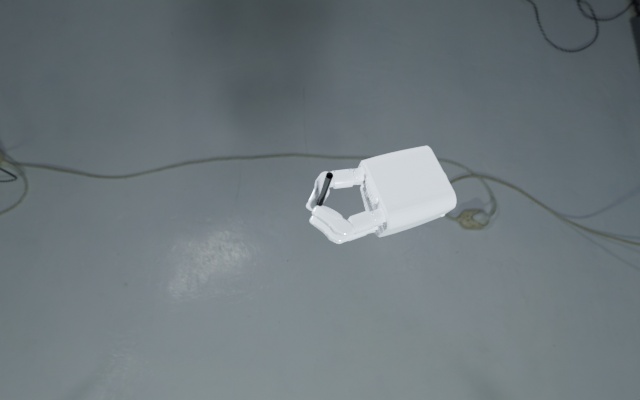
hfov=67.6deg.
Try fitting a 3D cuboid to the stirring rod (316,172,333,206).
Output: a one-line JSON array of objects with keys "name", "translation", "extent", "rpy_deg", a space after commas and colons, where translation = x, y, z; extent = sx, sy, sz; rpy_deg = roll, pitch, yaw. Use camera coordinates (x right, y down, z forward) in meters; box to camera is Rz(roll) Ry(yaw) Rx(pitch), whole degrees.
[{"name": "stirring rod", "translation": [0.000, 0.002, 0.639], "extent": [0.011, 0.011, 0.239], "rpy_deg": [0, -14, -5]}]
